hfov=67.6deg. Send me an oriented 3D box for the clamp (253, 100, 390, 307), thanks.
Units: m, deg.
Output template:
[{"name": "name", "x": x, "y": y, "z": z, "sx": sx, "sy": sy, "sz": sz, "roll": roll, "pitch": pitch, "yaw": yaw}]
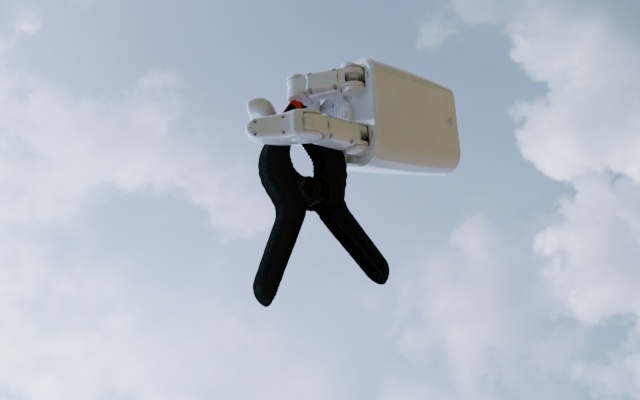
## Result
[{"name": "clamp", "x": 0.000, "y": 0.001, "z": 0.404, "sx": 0.120, "sy": 0.171, "sz": 0.039, "roll": 6, "pitch": -16, "yaw": -31}]
